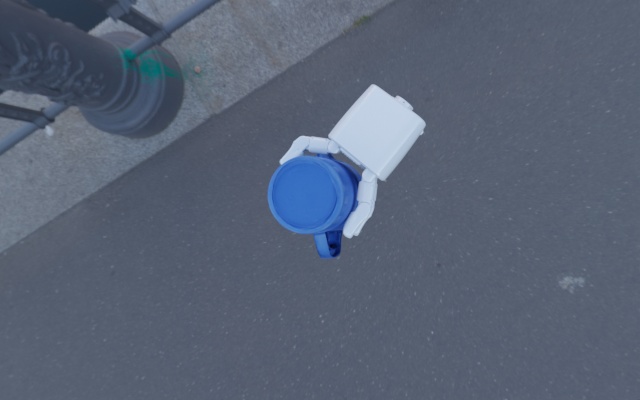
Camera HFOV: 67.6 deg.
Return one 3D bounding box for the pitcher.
[{"bbox_3d":[0.000,0.002,0.759,0.149,0.145,0.243,40,7,7],"label":"pitcher"}]
